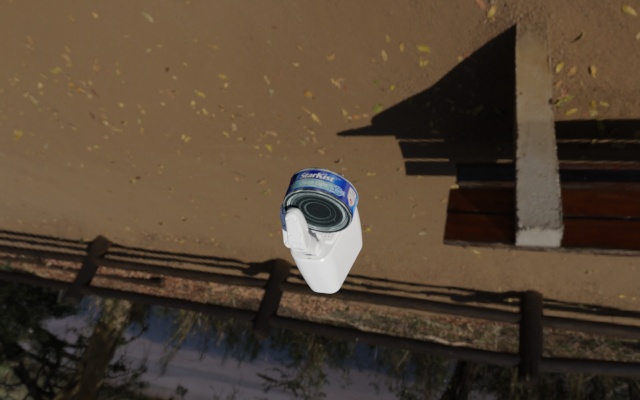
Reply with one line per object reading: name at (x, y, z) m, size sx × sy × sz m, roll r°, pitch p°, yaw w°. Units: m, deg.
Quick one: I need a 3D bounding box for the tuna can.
tuna can at (0.000, 0.002, 0.566) m, size 0.086 × 0.033 × 0.086 m, roll 12°, pitch -36°, yaw 9°
